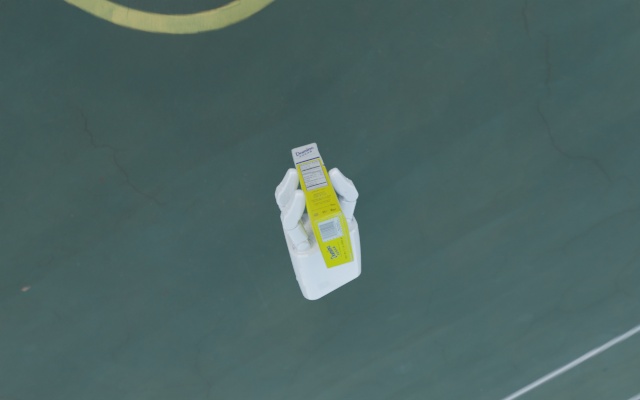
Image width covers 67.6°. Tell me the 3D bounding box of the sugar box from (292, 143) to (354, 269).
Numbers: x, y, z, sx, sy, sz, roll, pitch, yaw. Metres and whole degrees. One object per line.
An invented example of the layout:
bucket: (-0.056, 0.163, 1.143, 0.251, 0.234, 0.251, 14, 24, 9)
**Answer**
sugar box: (0.000, 0.003, 0.688, 0.048, 0.093, 0.176, -18, 39, -4)
